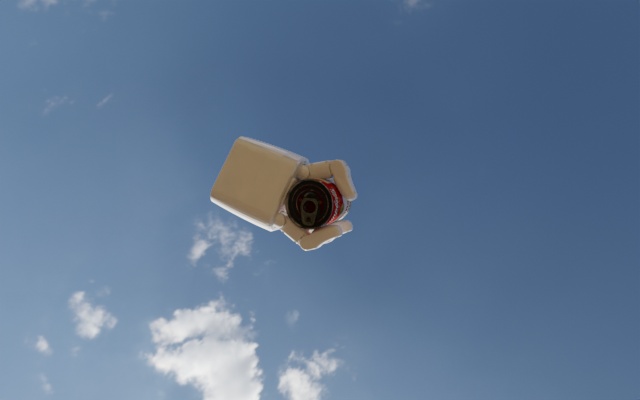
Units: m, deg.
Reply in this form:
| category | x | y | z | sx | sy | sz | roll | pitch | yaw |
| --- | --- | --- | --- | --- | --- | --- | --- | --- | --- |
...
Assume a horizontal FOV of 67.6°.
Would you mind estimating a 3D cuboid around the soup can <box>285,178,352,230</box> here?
| category | x | y | z | sx | sy | sz | roll | pitch | yaw |
| --- | --- | --- | --- | --- | --- | --- | --- | --- | --- |
| soup can | 0.001 | 0.002 | 0.679 | 0.068 | 0.068 | 0.102 | 0 | 3 | 19 |
